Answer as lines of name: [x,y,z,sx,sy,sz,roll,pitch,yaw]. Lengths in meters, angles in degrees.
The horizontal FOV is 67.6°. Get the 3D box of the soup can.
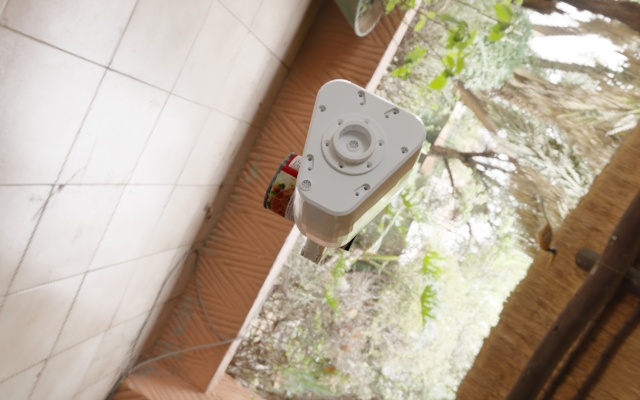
soup can: [0.000,0.002,0.509,0.102,0.068,0.068,28,4,7]
